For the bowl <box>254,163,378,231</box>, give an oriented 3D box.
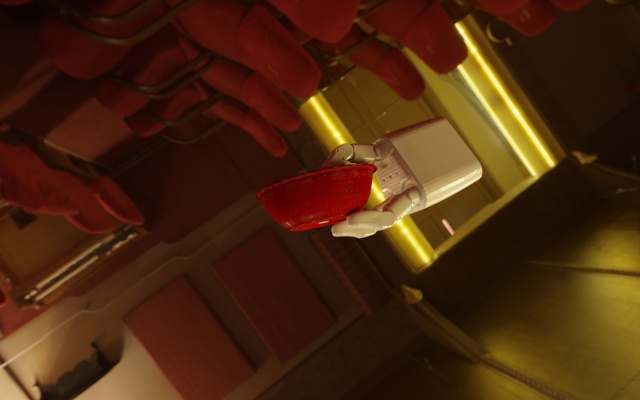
[{"bbox_3d":[-0.001,0.003,0.611,0.162,0.055,0.162,-13,-8,-2],"label":"bowl"}]
